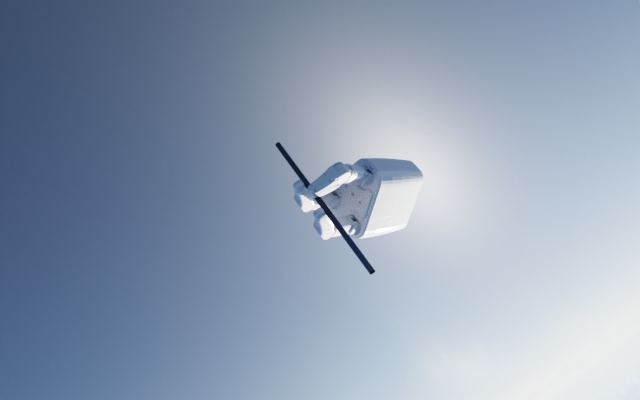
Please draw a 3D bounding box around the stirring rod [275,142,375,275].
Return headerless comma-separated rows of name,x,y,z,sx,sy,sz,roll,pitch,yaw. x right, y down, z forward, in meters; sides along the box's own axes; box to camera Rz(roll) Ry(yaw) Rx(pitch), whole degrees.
stirring rod,0.000,0.002,0.625,0.011,0.011,0.239,0,44,-45
